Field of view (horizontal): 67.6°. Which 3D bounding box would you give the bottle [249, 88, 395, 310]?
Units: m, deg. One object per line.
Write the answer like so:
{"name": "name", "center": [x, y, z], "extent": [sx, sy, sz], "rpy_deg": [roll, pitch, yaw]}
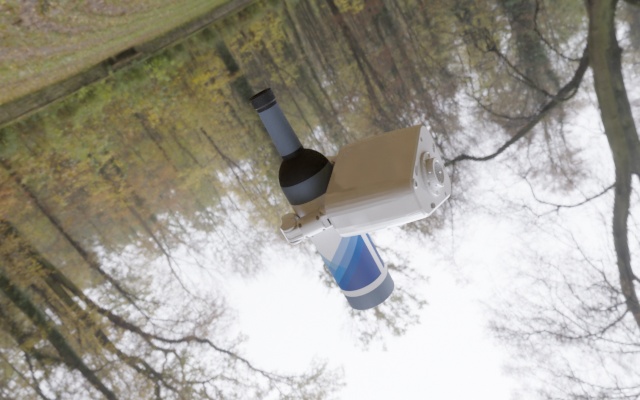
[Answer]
{"name": "bottle", "center": [0.000, 0.002, 0.580], "extent": [0.069, 0.296, 0.069], "rpy_deg": [-25, 21, 10]}
